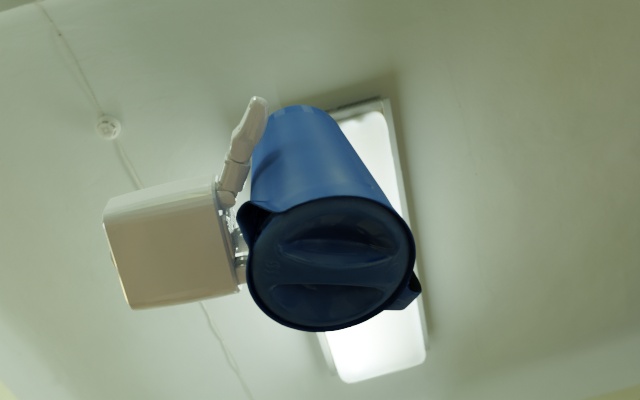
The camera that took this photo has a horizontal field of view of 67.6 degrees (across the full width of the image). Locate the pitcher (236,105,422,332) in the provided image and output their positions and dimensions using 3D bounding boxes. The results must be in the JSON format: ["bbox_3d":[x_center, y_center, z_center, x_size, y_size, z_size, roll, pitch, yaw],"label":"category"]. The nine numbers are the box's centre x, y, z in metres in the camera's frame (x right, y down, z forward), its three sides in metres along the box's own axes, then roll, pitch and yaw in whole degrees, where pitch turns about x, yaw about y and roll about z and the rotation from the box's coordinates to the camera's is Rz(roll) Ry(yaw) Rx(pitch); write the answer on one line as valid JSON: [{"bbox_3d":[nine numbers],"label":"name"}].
[{"bbox_3d":[0.000,0.002,0.467,0.145,0.149,0.242,-12,32,-3],"label":"pitcher"}]
